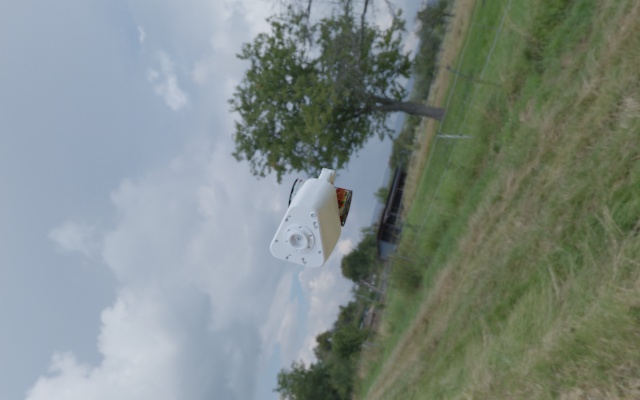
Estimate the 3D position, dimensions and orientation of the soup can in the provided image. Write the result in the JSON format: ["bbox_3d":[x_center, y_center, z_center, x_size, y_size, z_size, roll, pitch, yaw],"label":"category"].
[{"bbox_3d":[0.000,0.002,0.858,0.102,0.068,0.068,14,2,9],"label":"soup can"}]
